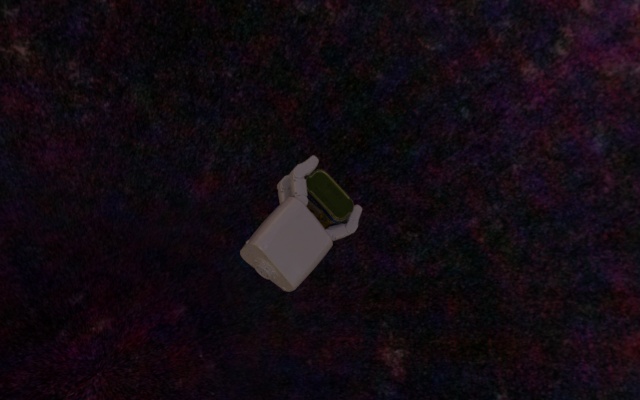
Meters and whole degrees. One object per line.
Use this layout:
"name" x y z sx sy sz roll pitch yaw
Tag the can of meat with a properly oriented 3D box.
"can of meat" 0.000 0.003 0.837 0.057 0.102 0.084 -46 4 -30
